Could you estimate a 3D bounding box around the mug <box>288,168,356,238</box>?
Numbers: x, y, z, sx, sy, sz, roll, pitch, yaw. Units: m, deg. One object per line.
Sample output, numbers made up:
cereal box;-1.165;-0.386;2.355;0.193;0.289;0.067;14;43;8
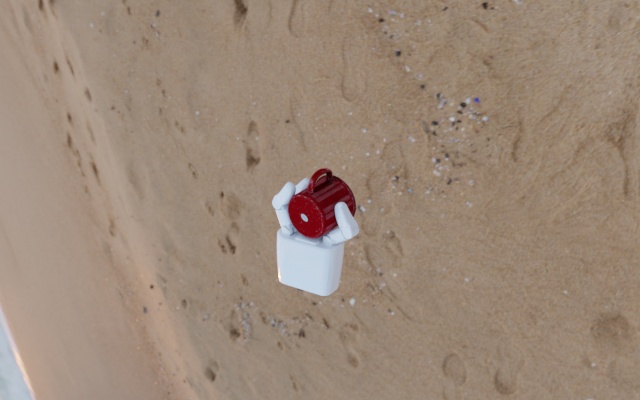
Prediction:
mug;0.000;0.001;0.802;0.093;0.117;0.081;24;36;32
